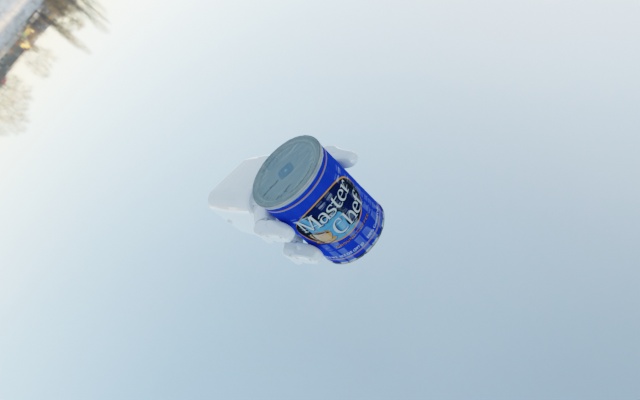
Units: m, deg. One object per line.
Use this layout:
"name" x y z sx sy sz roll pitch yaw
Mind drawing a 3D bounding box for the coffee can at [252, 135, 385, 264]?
"coffee can" 0.000 0.002 0.594 0.103 0.102 0.140 0 -33 45
